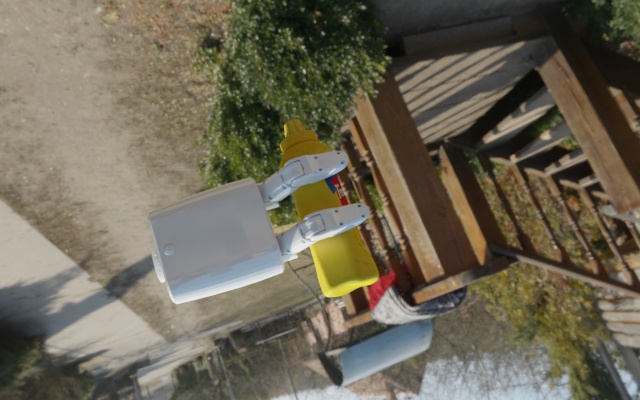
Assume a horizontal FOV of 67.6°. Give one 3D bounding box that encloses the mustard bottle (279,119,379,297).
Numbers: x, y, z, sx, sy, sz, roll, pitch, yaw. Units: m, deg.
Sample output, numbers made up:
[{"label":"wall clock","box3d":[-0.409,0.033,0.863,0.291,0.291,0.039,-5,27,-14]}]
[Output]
[{"label":"mustard bottle","box3d":[0.000,0.002,0.499,0.058,0.191,0.096,-24,-15,10]}]
